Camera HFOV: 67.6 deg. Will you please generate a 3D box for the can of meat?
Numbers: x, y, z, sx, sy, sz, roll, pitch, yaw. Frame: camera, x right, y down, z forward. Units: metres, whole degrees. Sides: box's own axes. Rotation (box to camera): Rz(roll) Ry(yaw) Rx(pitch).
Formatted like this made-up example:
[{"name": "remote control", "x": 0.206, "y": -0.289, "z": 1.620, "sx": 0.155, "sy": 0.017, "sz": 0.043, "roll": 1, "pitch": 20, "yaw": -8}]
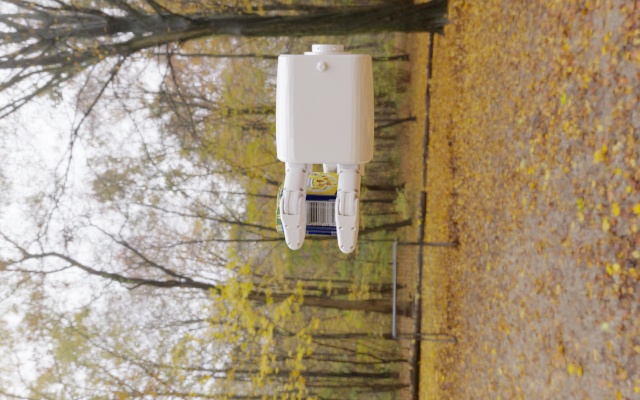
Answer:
[{"name": "can of meat", "x": 0.000, "y": 0.002, "z": 0.542, "sx": 0.084, "sy": 0.057, "sz": 0.102, "roll": 2, "pitch": 20, "yaw": 7}]
